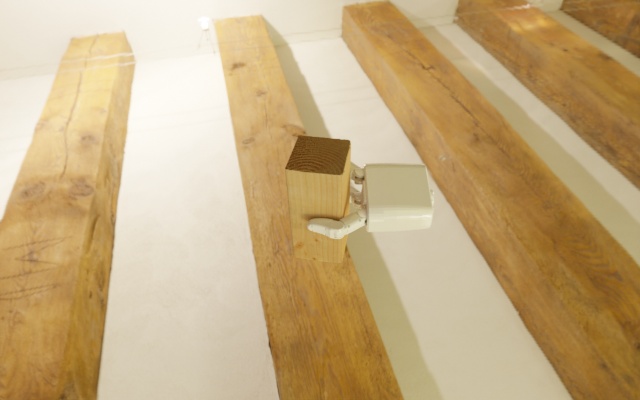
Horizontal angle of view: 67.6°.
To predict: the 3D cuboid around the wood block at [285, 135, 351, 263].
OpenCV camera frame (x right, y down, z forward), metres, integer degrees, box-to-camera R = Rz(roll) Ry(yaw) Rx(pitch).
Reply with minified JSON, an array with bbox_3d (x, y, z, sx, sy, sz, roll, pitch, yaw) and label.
[{"bbox_3d":[0.000,0.003,0.807,0.090,0.206,0.090,7,44,9],"label":"wood block"}]
